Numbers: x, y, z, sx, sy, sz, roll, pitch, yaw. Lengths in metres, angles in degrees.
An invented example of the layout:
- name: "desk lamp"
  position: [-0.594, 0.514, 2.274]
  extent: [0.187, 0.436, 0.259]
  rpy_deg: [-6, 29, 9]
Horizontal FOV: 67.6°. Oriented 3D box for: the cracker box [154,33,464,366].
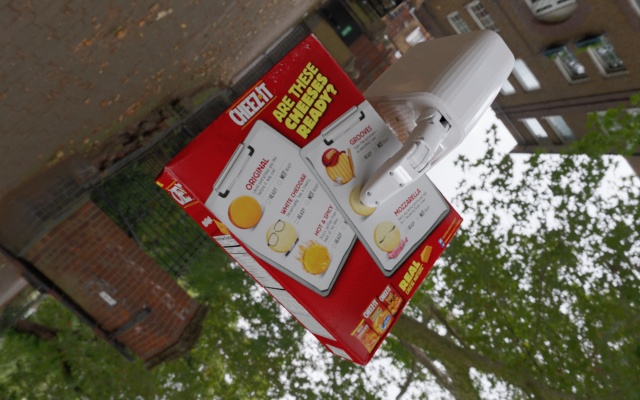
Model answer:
- name: "cracker box"
  position: [0.000, 0.001, 0.401]
  extent: [0.164, 0.214, 0.072]
  rpy_deg: [-49, 16, -24]
